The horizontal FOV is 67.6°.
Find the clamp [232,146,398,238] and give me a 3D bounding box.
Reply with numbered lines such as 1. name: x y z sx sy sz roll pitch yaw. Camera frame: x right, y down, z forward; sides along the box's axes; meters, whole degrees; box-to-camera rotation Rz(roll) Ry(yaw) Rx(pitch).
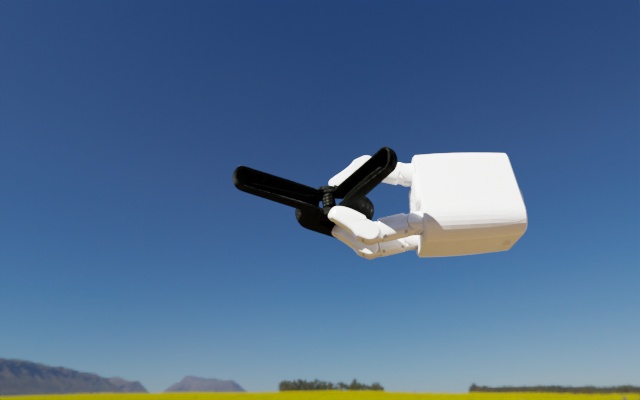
1. clamp: 0.000 0.001 0.547 0.164 0.036 0.210 -3 -23 4
